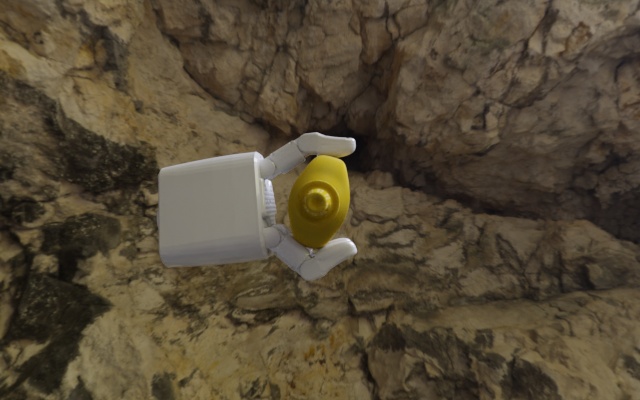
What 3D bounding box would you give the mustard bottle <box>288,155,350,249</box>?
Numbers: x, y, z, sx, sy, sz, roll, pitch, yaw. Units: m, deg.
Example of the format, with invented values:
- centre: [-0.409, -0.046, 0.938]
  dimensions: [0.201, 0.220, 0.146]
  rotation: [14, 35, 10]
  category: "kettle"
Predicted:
- centre: [0.000, 0.002, 0.505]
  dimensions: [0.058, 0.096, 0.191]
  rotation: [17, 1, 3]
  category: "mustard bottle"
